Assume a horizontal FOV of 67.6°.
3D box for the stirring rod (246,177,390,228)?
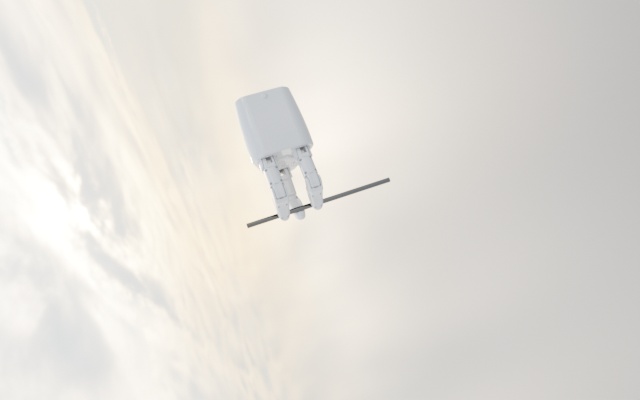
[{"bbox_3d":[0.000,0.002,0.750,0.239,0.011,0.011,-18,4,-13],"label":"stirring rod"}]
